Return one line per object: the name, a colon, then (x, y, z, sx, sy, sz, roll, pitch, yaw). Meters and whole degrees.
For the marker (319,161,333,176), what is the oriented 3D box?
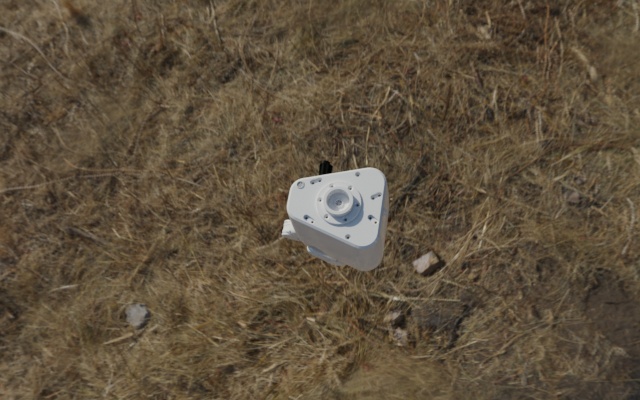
marker: (0.000, 0.002, 0.654, 0.020, 0.121, 0.020, 8, -17, 3)
